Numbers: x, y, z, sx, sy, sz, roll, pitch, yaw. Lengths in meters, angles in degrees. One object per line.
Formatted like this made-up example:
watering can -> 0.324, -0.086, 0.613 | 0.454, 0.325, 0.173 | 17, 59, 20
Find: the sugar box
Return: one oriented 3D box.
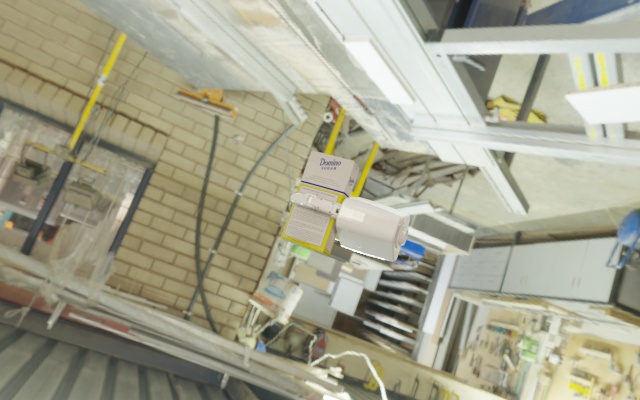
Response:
sugar box -> 0.000, 0.003, 0.887 | 0.093, 0.176, 0.048 | 17, -11, 23
